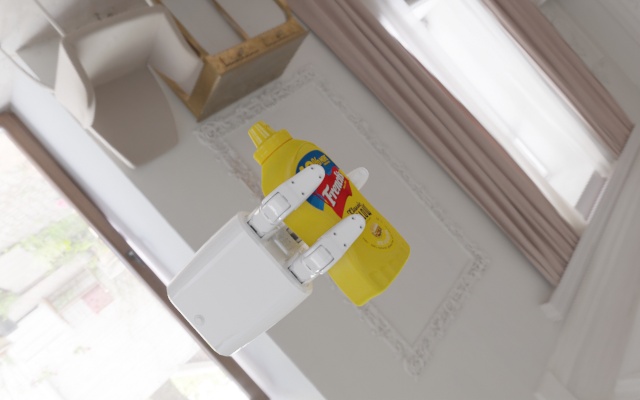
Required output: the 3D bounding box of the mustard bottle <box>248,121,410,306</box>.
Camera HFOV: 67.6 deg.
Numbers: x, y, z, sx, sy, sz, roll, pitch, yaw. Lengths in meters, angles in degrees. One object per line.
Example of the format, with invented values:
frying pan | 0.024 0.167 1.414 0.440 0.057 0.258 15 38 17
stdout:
mustard bottle | 0.000 0.001 0.455 0.058 0.191 0.096 -42 -1 36
